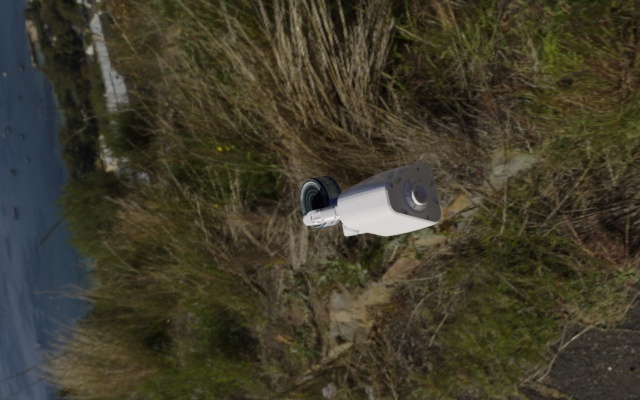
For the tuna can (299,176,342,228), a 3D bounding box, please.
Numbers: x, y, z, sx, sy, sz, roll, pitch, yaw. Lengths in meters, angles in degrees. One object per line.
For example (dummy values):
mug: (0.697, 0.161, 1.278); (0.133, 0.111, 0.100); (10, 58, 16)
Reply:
tuna can: (0.000, 0.003, 0.803); (0.034, 0.086, 0.086); (-10, 6, -34)
